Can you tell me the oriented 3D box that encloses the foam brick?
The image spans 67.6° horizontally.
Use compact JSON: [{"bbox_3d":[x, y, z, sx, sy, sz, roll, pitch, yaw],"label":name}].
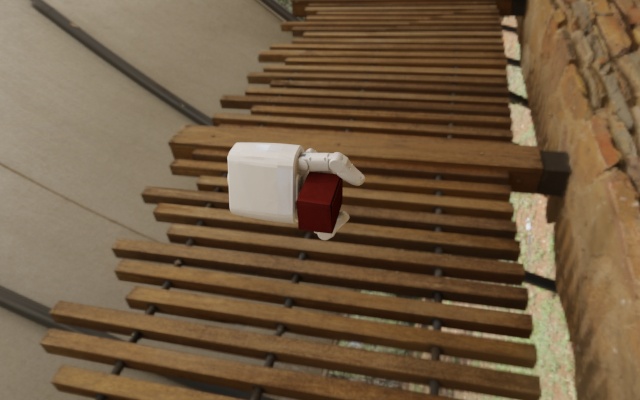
[{"bbox_3d":[0.000,0.002,0.687,0.051,0.053,0.078,7,37,11],"label":"foam brick"}]
